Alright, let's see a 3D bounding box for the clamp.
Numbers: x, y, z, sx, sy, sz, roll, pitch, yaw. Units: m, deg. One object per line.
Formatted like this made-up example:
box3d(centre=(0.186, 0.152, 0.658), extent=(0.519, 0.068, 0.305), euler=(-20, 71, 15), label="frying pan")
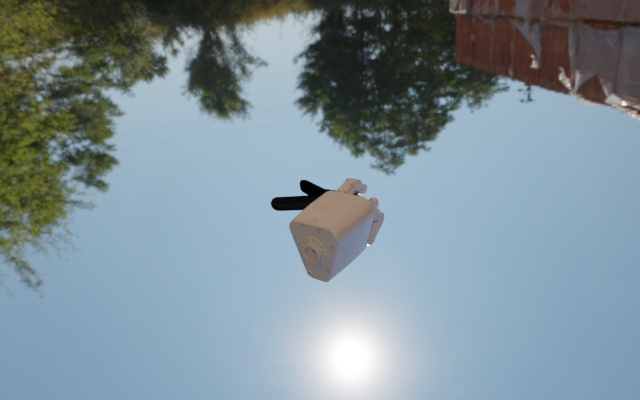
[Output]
box3d(centre=(0.000, 0.003, 0.855), extent=(0.171, 0.039, 0.120), euler=(12, 32, 33), label="clamp")
